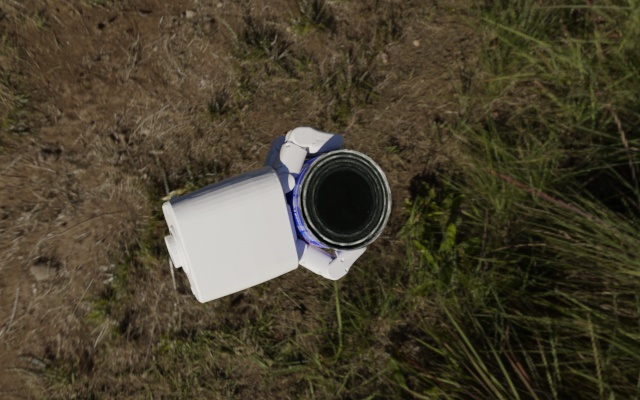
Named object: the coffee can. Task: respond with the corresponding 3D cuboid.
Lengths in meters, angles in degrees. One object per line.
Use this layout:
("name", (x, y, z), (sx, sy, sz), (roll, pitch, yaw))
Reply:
("coffee can", (0.000, 0.002, 0.538), (0.103, 0.103, 0.140), (0, -2, -22))
